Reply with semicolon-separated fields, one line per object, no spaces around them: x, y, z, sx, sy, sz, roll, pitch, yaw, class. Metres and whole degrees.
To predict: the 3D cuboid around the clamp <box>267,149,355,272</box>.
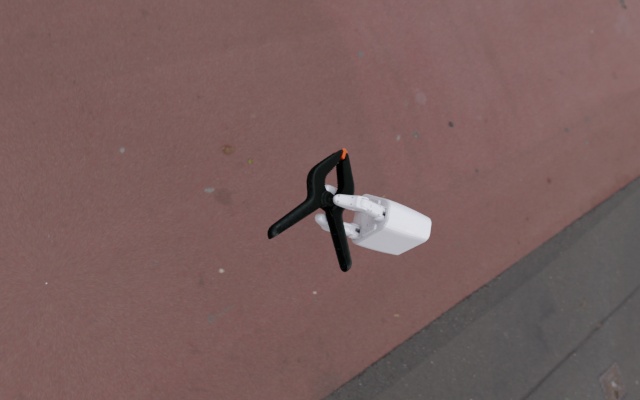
0.001;0.002;0.820;0.164;0.210;0.036;20;-18;-28;clamp
